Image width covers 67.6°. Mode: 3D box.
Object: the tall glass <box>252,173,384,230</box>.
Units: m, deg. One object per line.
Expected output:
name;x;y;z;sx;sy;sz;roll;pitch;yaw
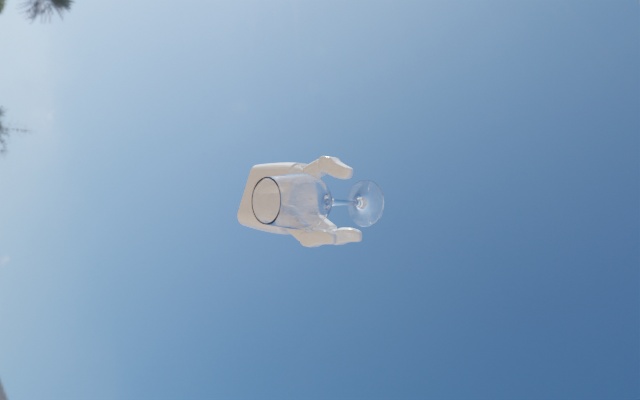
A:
tall glass;0.001;0.002;0.681;0.079;0.079;0.201;0;-1;45
